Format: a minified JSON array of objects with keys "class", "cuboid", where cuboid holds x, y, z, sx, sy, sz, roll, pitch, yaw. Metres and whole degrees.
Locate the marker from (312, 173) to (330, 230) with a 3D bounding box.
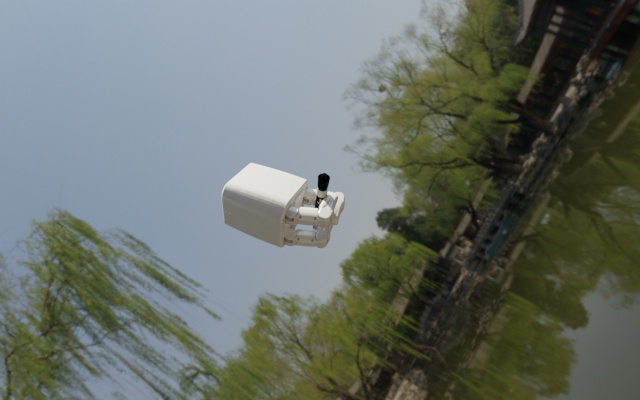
[{"class":"marker","cuboid":[0.000,0.002,0.760,0.020,0.020,0.121,0,-43,-7]}]
